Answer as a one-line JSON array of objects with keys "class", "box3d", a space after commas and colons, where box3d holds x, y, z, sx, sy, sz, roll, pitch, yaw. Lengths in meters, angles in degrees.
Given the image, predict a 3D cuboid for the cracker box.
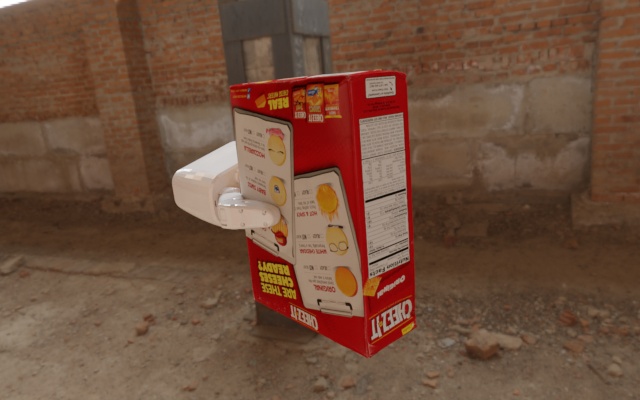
[{"class": "cracker box", "box3d": [0.000, 0.001, 0.418, 0.072, 0.214, 0.164, -16, 18, -38]}]
